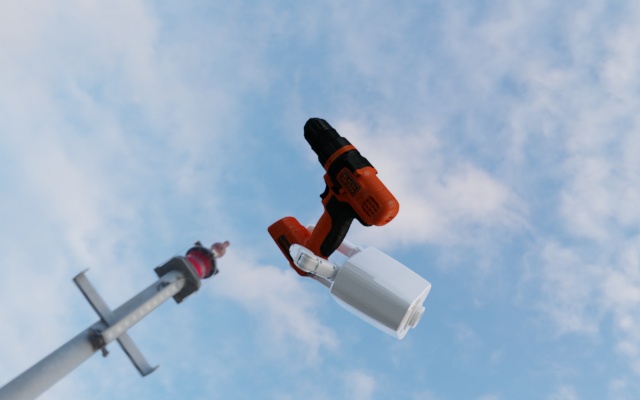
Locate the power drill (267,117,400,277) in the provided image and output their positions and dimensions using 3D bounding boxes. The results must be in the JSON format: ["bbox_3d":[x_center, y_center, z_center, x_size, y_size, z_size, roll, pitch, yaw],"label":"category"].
[{"bbox_3d":[0.000,0.003,0.673,0.057,0.184,0.188,-8,-36,-49],"label":"power drill"}]
